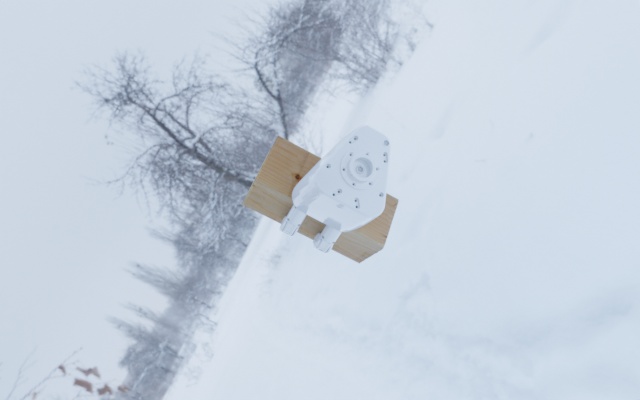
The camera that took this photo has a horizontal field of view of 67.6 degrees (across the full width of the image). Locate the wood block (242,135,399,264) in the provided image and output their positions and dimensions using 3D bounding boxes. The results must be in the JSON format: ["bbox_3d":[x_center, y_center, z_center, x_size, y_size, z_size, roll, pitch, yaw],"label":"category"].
[{"bbox_3d":[0.000,0.002,0.722,0.206,0.090,0.090,28,-29,-9],"label":"wood block"}]
